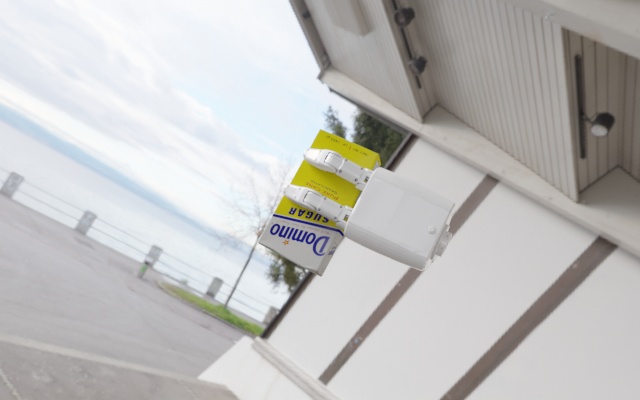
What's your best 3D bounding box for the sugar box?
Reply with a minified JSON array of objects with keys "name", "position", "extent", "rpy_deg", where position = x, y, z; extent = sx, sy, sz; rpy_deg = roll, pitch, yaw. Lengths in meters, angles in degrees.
[{"name":"sugar box","position":[0.000,0.002,0.638],"extent":[0.093,0.176,0.048],"rpy_deg":[25,-10,16]}]
